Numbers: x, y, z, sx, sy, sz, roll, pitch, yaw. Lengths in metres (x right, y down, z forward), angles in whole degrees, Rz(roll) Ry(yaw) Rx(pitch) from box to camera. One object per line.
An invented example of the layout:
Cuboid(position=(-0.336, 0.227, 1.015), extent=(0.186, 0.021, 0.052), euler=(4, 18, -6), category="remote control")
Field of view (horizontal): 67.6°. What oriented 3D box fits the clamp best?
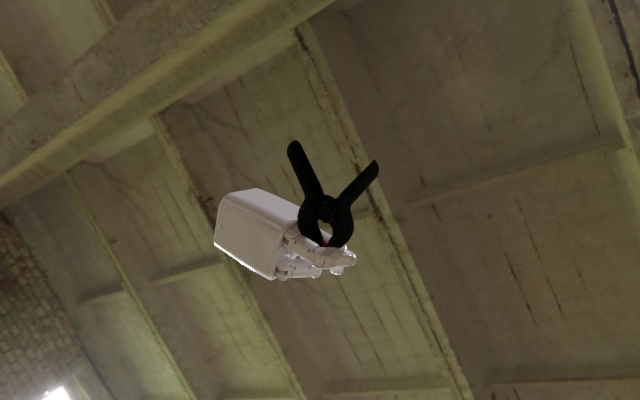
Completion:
Cuboid(position=(0.000, 0.002, 0.629), extent=(0.120, 0.172, 0.039), euler=(27, 33, 17), category="clamp")
